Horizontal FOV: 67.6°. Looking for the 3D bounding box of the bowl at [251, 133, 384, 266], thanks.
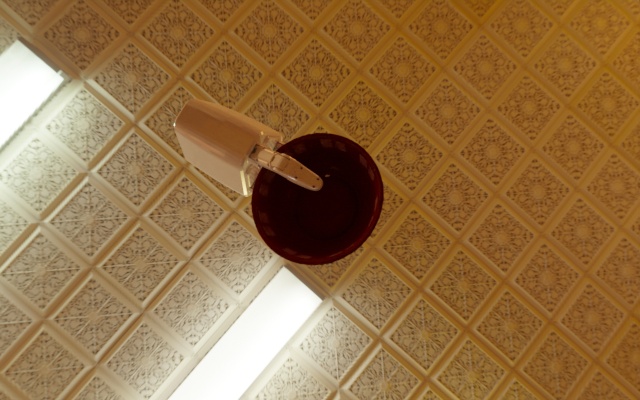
[{"bbox_3d":[0.001,0.003,0.585,0.162,0.162,0.055,0,-15,15],"label":"bowl"}]
